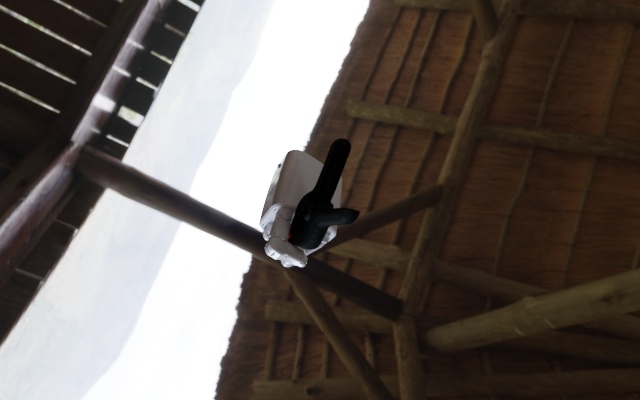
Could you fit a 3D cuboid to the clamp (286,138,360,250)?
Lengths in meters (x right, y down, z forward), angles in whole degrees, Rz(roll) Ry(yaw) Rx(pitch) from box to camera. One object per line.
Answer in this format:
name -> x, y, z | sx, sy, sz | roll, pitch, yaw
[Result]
clamp -> 0.001, 0.002, 0.620 | 0.039, 0.120, 0.171 | 20, -33, -21
